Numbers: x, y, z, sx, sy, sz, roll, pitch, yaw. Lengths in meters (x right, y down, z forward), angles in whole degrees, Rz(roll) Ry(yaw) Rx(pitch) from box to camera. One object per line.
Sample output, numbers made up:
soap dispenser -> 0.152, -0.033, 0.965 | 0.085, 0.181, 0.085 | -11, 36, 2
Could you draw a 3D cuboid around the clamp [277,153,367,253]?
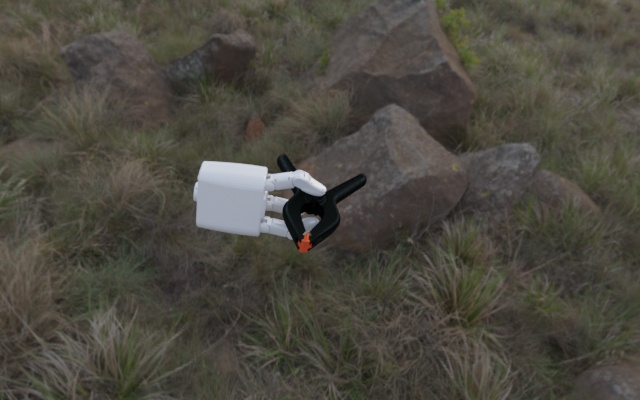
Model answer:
clamp -> 0.000, 0.002, 0.799 | 0.164, 0.036, 0.209 | 8, 43, -5
